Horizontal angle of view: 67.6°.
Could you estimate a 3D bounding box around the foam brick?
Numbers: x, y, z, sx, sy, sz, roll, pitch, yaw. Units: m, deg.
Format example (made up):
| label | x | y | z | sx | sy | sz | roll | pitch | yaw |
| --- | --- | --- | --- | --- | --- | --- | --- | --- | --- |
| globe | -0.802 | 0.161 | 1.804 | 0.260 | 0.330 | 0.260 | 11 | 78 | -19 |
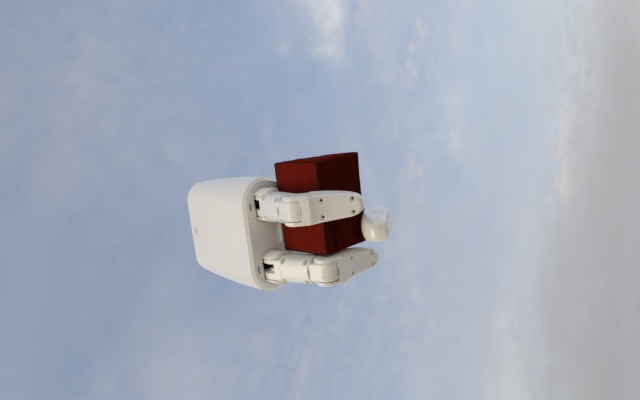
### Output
| label | x | y | z | sx | sy | sz | roll | pitch | yaw |
| --- | --- | --- | --- | --- | --- | --- | --- | --- | --- |
| foam brick | 0.000 | 0.001 | 0.402 | 0.053 | 0.078 | 0.051 | -15 | 13 | -43 |
